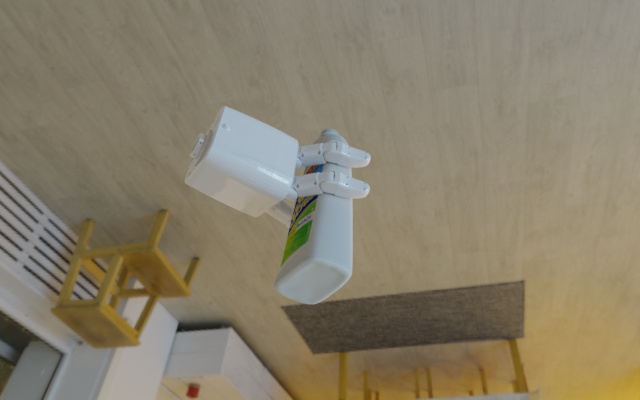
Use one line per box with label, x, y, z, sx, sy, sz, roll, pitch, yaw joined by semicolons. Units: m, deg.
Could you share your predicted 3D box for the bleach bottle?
bleach bottle;0.000;0.002;0.630;0.068;0.250;0.103;26;-46;-21
